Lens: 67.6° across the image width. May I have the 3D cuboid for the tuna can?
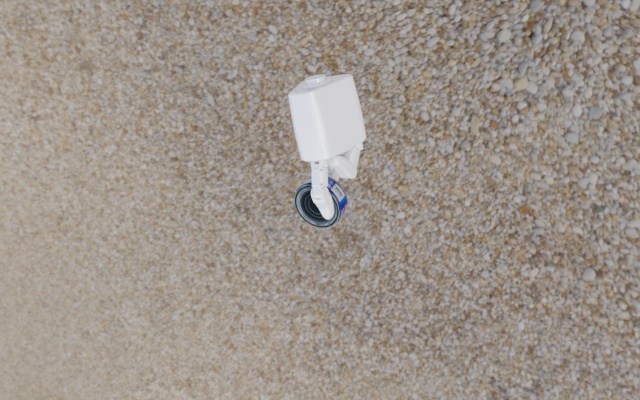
[{"bbox_3d":[0.000,0.003,0.793,0.086,0.086,0.033,0,29,29],"label":"tuna can"}]
